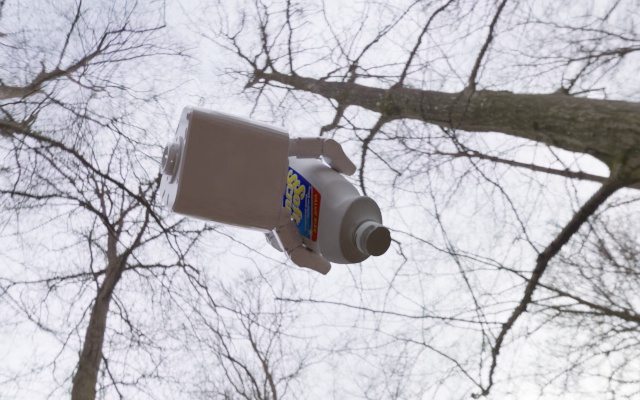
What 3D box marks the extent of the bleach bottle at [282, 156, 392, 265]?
[{"bbox_3d":[0.000,0.002,0.540,0.068,0.102,0.250,11,8,-29],"label":"bleach bottle"}]
